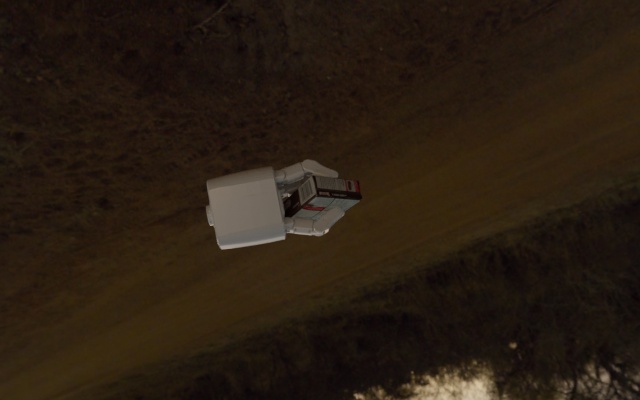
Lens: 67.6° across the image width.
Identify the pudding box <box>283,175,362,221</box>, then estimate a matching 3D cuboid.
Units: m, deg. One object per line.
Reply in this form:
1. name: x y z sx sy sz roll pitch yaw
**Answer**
1. pudding box: 0.000 0.003 0.782 0.090 0.039 0.113 4 -25 -32
